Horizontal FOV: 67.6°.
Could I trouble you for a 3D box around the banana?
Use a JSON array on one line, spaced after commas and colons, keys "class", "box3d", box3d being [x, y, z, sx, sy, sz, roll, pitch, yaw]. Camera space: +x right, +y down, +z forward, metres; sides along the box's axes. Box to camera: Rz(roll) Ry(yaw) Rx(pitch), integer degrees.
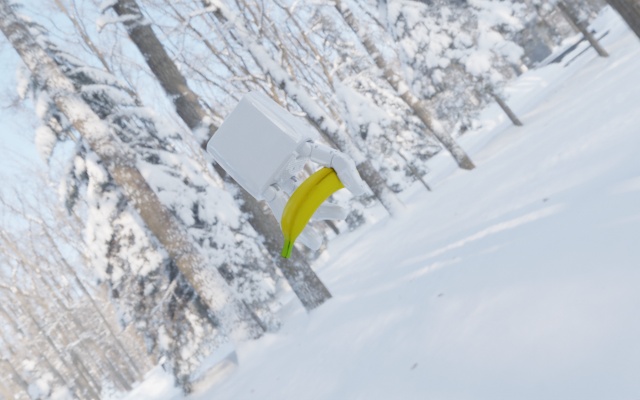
[{"class": "banana", "box3d": [0.001, -0.010, 0.630, 0.037, 0.070, 0.197, 28, 45, 18]}]
